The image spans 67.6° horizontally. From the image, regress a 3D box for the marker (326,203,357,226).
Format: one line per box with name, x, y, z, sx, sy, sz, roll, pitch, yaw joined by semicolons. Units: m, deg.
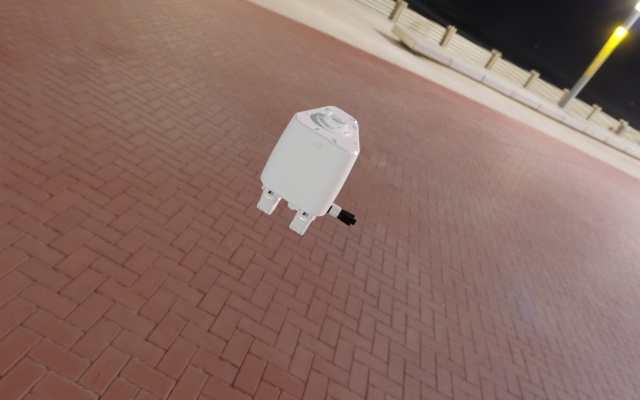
marker;0.000;0.002;0.713;0.121;0.020;0.020;31;0;1
